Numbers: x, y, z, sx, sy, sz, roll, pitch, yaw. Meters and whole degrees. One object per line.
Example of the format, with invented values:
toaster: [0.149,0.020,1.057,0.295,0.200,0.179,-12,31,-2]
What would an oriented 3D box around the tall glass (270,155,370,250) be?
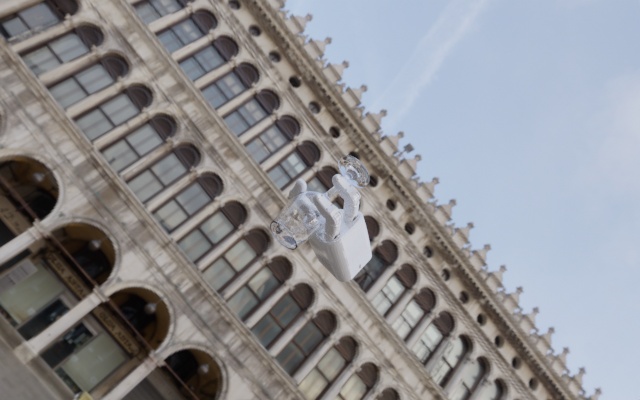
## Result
tall glass: [0.000,0.002,0.865,0.201,0.079,0.079,-42,24,-30]
